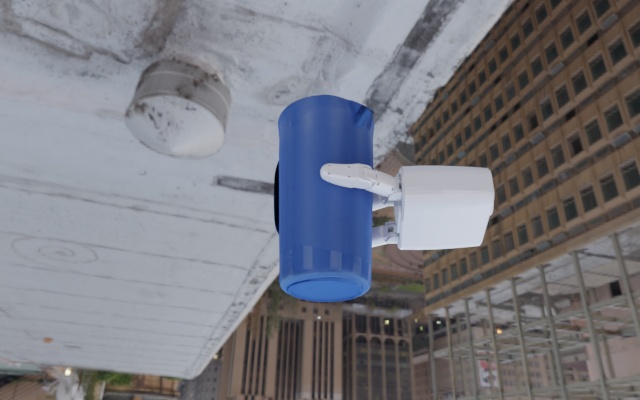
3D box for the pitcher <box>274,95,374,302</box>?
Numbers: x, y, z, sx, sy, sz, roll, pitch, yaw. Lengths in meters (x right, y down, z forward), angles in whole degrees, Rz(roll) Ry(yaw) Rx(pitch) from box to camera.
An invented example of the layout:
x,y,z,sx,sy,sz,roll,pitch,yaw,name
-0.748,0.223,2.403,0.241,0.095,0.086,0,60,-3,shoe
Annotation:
x,y,z,sx,sy,sz,roll,pitch,yaw,name
0.000,0.002,0.616,0.145,0.242,0.149,0,-27,3,pitcher
